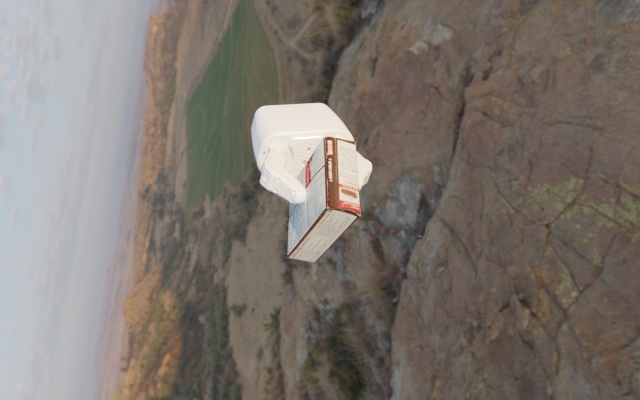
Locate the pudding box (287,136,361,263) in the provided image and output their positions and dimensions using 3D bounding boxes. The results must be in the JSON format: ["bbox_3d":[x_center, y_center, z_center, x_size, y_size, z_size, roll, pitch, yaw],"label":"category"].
[{"bbox_3d":[0.000,0.002,0.498,0.039,0.090,0.113,10,-34,-19],"label":"pudding box"}]
